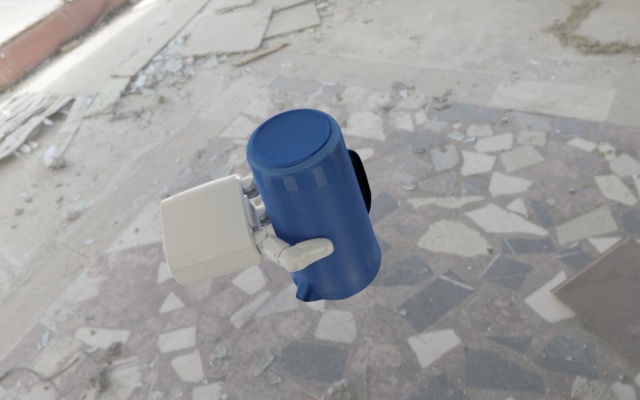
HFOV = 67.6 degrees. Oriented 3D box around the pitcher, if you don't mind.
[{"bbox_3d":[0.000,0.002,0.604,0.145,0.149,0.243,-17,-44,1],"label":"pitcher"}]
